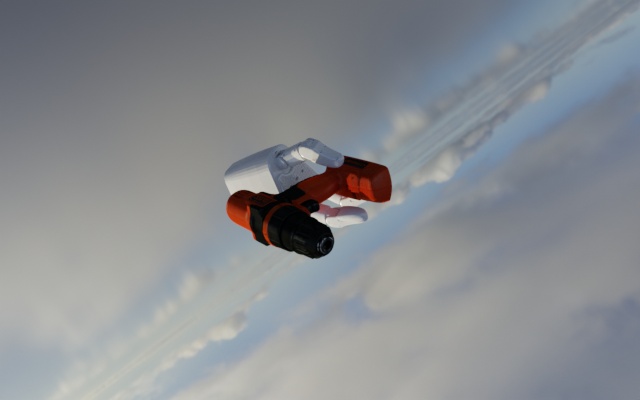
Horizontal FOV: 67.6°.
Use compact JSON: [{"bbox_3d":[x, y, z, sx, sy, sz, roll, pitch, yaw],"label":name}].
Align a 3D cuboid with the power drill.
[{"bbox_3d":[0.000,0.002,0.595,0.187,0.057,0.184,-23,29,-34],"label":"power drill"}]
